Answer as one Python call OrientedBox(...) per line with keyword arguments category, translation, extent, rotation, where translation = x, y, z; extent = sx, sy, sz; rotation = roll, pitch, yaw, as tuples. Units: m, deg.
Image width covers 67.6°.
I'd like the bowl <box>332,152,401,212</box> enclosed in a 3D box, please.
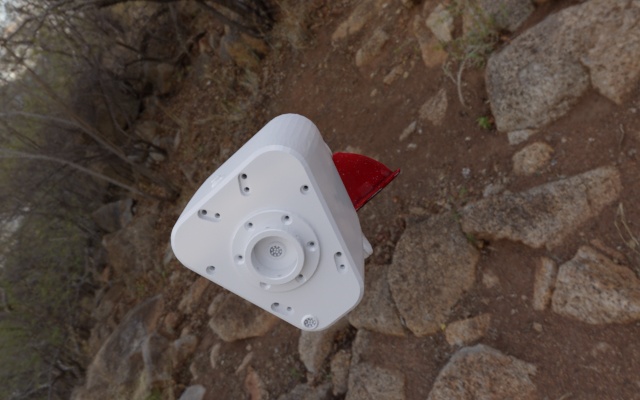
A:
OrientedBox(category="bowl", translation=(0.000, 0.001, 0.475), extent=(0.162, 0.055, 0.162), rotation=(-39, -2, -1))
